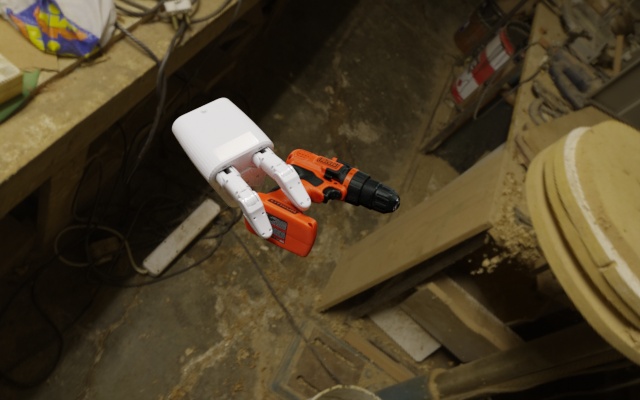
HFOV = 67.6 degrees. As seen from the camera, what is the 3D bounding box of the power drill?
[{"bbox_3d":[0.000,0.002,0.660,0.184,0.057,0.187,22,33,20],"label":"power drill"}]
